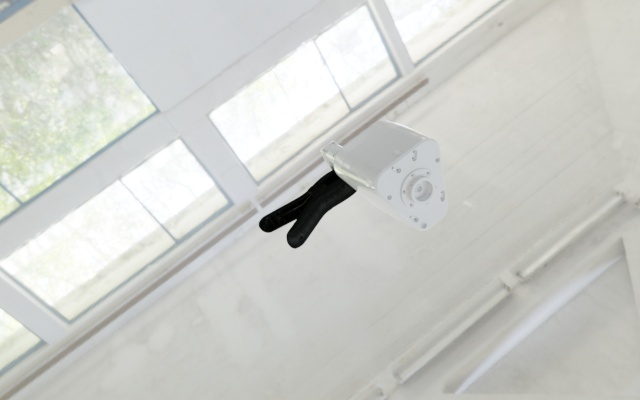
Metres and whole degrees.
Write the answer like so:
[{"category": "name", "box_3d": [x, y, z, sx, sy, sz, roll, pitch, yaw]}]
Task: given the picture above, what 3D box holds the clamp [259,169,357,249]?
[{"category": "clamp", "box_3d": [0.000, 0.002, 0.641, 0.171, 0.039, 0.120, -38, 28, -7]}]
